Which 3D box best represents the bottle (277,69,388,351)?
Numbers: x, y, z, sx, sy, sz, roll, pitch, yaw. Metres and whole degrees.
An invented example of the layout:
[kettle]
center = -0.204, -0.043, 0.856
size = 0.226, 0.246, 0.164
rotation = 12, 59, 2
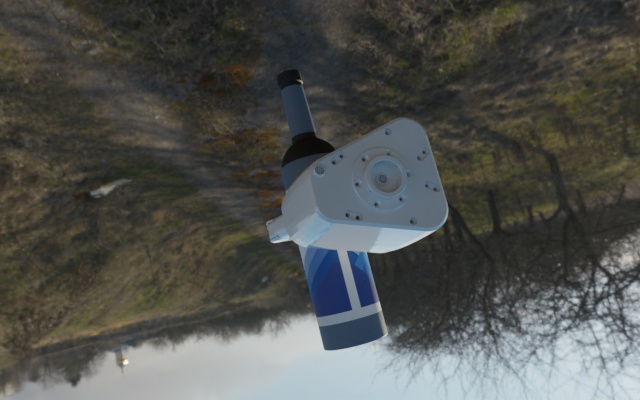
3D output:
[bottle]
center = 0.000, 0.002, 0.505
size = 0.069, 0.295, 0.069
rotation = -14, -9, -2
